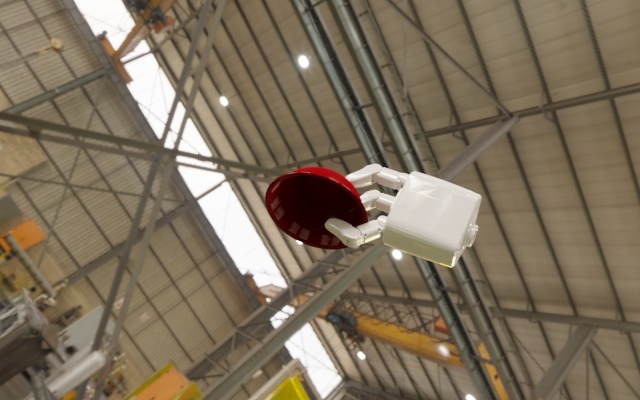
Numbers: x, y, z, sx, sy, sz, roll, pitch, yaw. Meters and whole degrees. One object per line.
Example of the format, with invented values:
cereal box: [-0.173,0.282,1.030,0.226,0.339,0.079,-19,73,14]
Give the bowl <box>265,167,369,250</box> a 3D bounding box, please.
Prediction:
bowl: [-0.001,0.002,0.728,0.162,0.162,0.055,0,44,23]
